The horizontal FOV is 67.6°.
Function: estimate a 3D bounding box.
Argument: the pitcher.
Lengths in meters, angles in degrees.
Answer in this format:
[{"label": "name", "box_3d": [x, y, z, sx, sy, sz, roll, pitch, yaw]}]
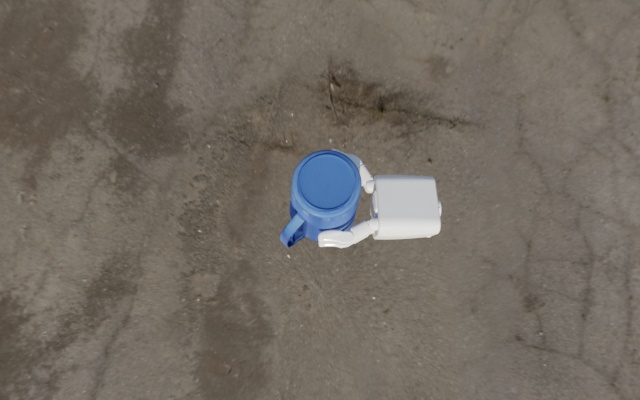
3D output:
[{"label": "pitcher", "box_3d": [0.000, 0.003, 0.838, 0.145, 0.149, 0.243, 1, -11, -1]}]
